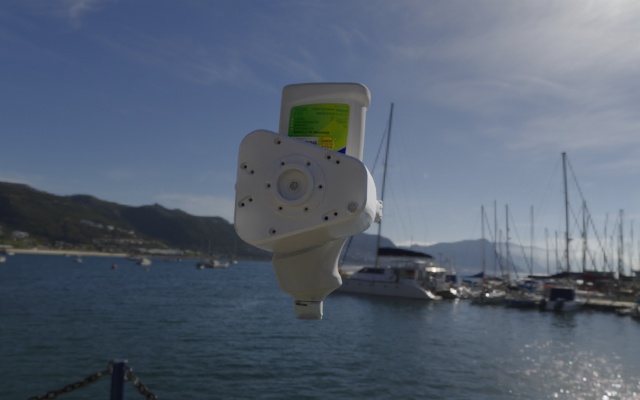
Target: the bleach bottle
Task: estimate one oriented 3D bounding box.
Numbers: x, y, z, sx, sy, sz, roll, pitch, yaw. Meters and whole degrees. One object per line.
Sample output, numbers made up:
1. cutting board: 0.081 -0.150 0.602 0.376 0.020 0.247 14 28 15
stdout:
1. bleach bottle: 0.000 0.002 0.522 0.102 0.251 0.068 1 -7 9
